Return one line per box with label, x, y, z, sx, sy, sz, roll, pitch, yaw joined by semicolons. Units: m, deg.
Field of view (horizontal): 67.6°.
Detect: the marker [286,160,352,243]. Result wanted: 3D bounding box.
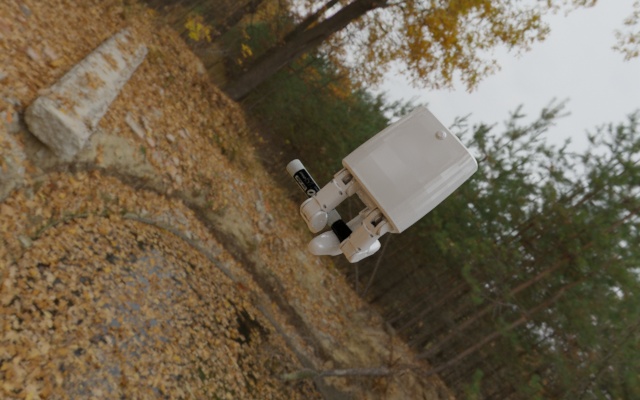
marker;0.000;0.002;0.554;0.020;0.121;0.020;-31;-22;-14
